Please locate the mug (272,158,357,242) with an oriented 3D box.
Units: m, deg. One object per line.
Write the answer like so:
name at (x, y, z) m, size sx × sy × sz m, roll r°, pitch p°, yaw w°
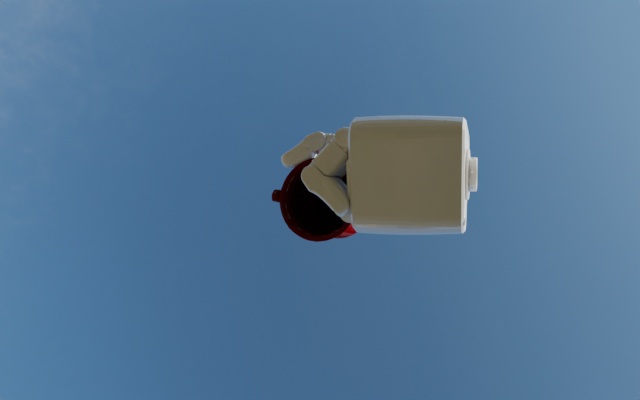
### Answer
mug at (-0.001, 0.002, 0.562) m, size 0.117 × 0.093 × 0.081 m, roll 3°, pitch -5°, yaw 21°
